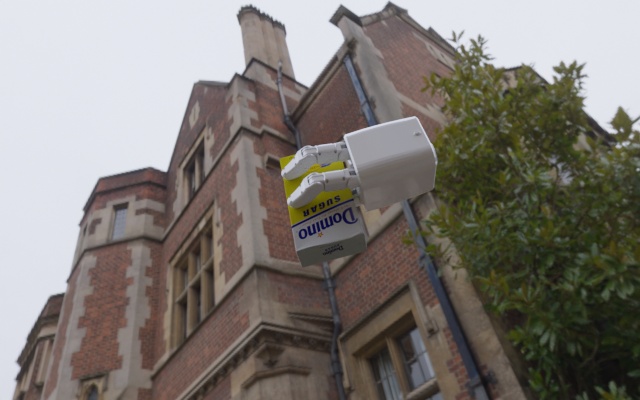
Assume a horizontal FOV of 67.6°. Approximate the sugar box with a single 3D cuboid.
[{"bbox_3d":[0.000,0.002,0.675,0.093,0.176,0.048,-15,-43,1],"label":"sugar box"}]
